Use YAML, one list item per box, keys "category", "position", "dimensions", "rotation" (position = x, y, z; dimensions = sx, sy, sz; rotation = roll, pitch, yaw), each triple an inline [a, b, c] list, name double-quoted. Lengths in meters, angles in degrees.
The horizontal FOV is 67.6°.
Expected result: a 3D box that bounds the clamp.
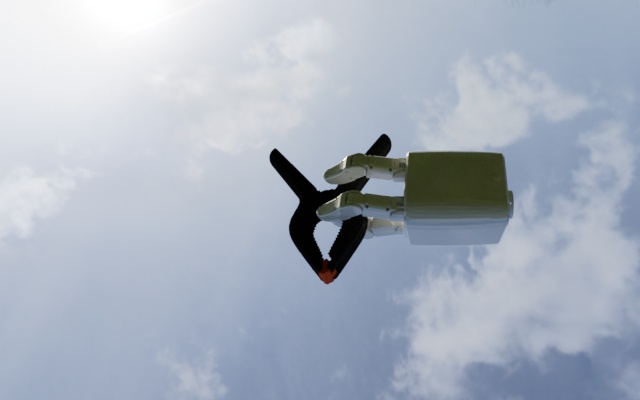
- category: "clamp"
  position: [0.000, 0.003, 0.589]
  dimensions: [0.164, 0.209, 0.036]
  rotation: [-1, -36, 16]
